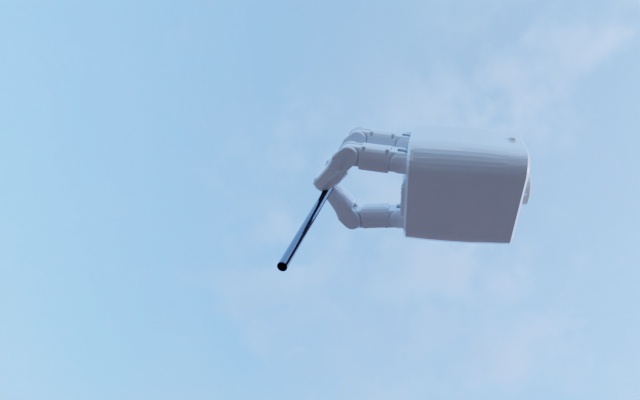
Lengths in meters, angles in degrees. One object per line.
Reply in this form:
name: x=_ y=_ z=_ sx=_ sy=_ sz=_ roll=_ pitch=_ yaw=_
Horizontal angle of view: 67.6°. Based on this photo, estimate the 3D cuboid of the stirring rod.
stirring rod: x=0.000 y=0.002 z=0.454 sx=0.011 sy=0.011 sz=0.239 roll=0 pitch=23 yaw=15
